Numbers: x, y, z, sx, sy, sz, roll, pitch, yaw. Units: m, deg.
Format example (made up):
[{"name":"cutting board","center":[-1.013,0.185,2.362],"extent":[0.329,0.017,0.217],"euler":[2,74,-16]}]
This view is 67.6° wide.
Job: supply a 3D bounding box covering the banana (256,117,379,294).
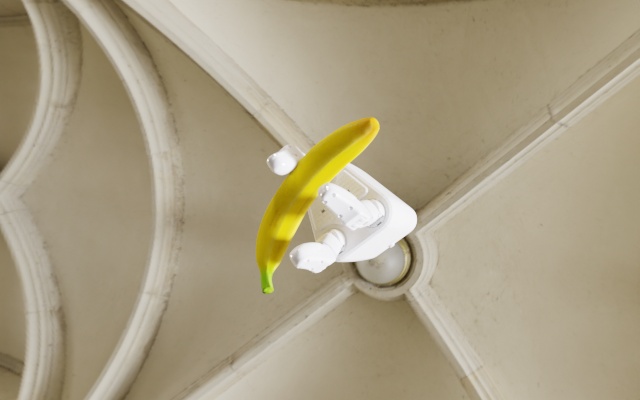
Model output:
[{"name":"banana","center":[-0.013,-0.004,0.479],"extent":[0.069,0.198,0.037],"euler":[37,8,40]}]
